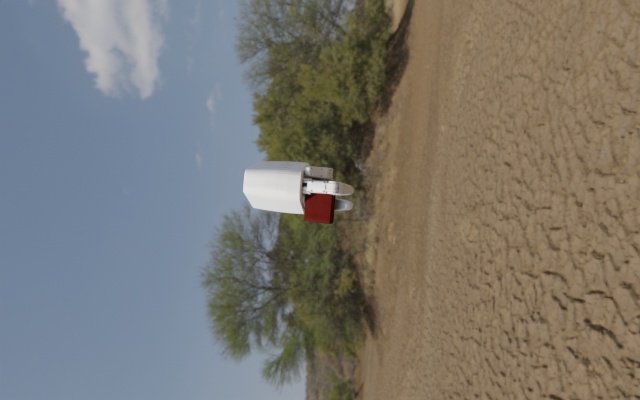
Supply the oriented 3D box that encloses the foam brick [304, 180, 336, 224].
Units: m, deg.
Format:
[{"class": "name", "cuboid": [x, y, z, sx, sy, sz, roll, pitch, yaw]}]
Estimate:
[{"class": "foam brick", "cuboid": [0.000, 0.003, 0.884, 0.051, 0.078, 0.053, 4, -2, 6]}]
